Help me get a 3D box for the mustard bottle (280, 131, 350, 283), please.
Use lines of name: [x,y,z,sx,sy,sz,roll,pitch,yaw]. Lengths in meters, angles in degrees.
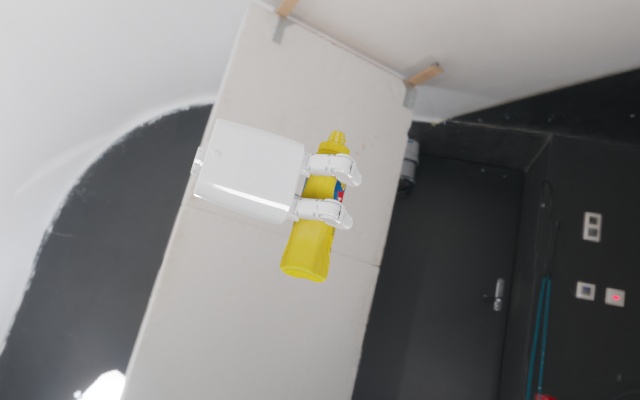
mustard bottle: [0.000,0.002,0.598,0.058,0.191,0.096,11,-15,9]
